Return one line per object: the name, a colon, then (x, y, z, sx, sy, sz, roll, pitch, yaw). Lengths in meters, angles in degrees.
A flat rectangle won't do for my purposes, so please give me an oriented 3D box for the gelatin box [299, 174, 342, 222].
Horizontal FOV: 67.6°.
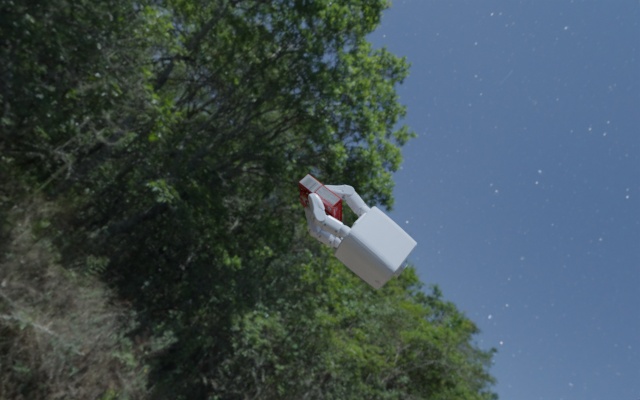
gelatin box: (0.000, 0.002, 0.897, 0.089, 0.030, 0.073, 38, -25, 23)
